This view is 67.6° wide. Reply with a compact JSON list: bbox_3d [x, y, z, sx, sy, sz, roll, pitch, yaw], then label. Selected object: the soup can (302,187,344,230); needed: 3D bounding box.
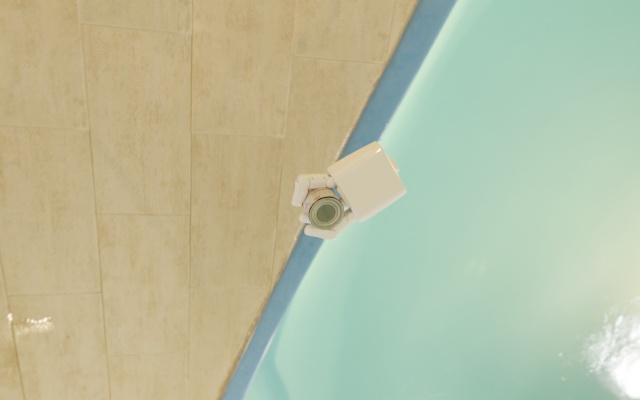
[{"bbox_3d":[0.000,0.003,0.891,0.068,0.068,0.102,0,25,-15],"label":"soup can"}]
